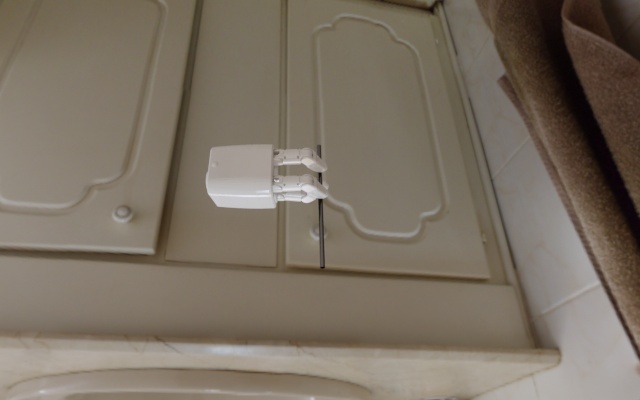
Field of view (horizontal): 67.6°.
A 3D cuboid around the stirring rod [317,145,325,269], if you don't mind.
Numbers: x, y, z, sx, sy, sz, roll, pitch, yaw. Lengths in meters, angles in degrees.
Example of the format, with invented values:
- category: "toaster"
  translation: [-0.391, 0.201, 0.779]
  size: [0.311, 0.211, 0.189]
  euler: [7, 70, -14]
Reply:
- category: "stirring rod"
  translation: [0.000, 0.003, 0.808]
  size: [0.011, 0.239, 0.011]
  euler: [-1, -32, -1]
